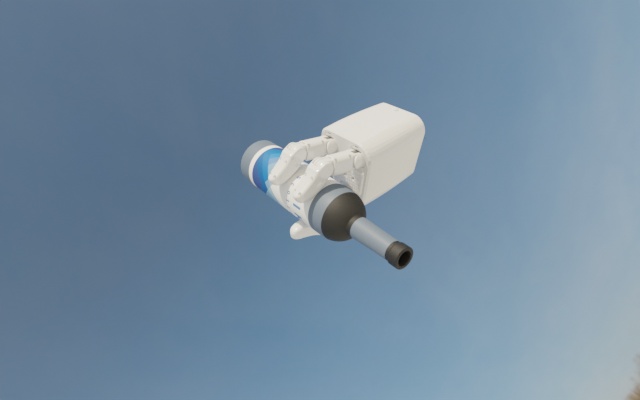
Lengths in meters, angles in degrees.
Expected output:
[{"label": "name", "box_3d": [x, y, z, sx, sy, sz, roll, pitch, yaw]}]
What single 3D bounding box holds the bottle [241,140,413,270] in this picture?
[{"label": "bottle", "box_3d": [0.000, 0.002, 0.605, 0.069, 0.069, 0.295, 0, 24, -42]}]
